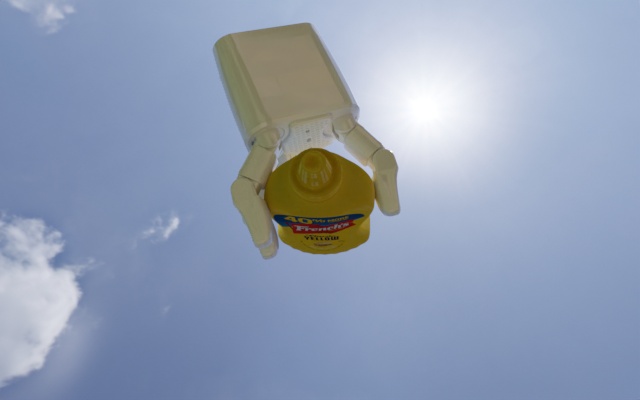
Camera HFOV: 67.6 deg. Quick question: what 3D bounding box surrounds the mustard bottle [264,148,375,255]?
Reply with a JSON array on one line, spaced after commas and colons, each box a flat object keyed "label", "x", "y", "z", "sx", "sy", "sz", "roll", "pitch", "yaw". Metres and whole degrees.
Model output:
[{"label": "mustard bottle", "x": 0.000, "y": 0.002, "z": 0.431, "sx": 0.096, "sy": 0.058, "sz": 0.192, "roll": 1, "pitch": -19, "yaw": 3}]
